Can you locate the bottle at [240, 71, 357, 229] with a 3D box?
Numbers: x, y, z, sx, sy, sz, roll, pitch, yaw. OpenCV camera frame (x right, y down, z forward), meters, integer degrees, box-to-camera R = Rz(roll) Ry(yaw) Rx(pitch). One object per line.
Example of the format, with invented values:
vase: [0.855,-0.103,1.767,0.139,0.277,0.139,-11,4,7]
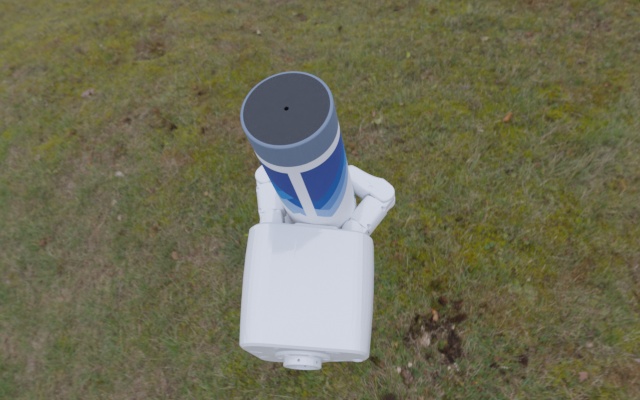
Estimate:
bottle: [0.000,0.001,0.459,0.069,0.069,0.296,0,-26,10]
